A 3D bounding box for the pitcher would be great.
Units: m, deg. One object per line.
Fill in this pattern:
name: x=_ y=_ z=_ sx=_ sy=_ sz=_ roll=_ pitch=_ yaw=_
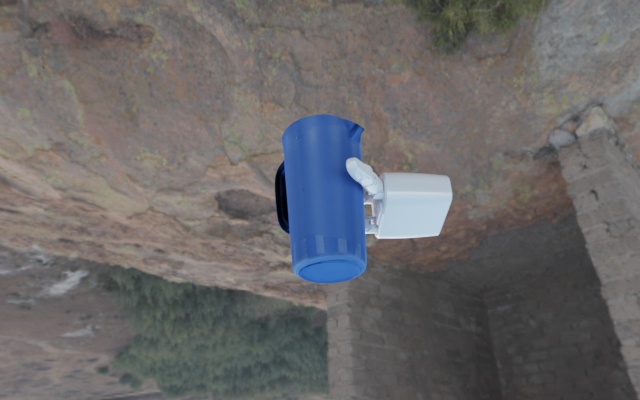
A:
pitcher: x=0.000 y=0.002 z=0.749 sx=0.145 sy=0.242 sz=0.149 roll=0 pitch=-29 yaw=-5
